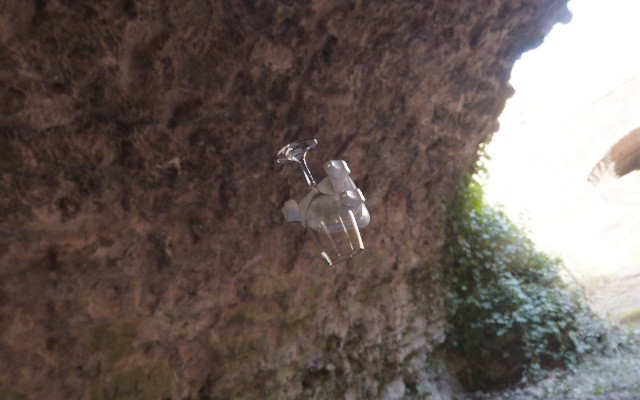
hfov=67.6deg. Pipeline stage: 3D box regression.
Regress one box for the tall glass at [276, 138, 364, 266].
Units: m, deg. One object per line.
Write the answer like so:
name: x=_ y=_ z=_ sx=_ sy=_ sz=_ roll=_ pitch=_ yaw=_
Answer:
tall glass: x=0.000 y=0.002 z=0.779 sx=0.079 sy=0.201 sz=0.079 roll=-23 pitch=-16 yaw=-7
